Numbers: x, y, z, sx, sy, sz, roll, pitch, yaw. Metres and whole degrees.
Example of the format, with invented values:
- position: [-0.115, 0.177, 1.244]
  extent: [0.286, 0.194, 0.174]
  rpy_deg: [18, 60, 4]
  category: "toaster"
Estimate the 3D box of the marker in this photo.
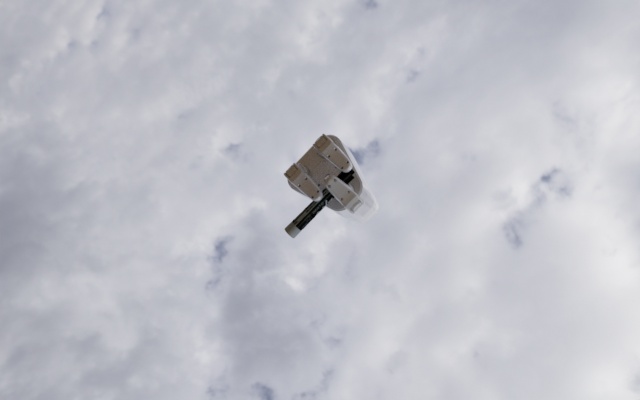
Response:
- position: [0.000, 0.002, 0.637]
  extent: [0.020, 0.121, 0.020]
  rpy_deg: [44, 5, -5]
  category: "marker"
